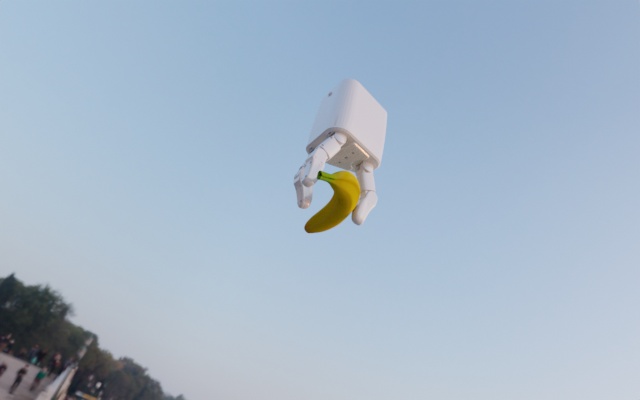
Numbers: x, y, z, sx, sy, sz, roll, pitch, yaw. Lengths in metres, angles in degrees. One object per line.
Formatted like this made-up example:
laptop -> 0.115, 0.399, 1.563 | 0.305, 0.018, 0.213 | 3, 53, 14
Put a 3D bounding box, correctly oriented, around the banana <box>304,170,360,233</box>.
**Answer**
banana -> 0.019, 0.003, 0.705 | 0.069, 0.037, 0.198 | 7, -28, -4
